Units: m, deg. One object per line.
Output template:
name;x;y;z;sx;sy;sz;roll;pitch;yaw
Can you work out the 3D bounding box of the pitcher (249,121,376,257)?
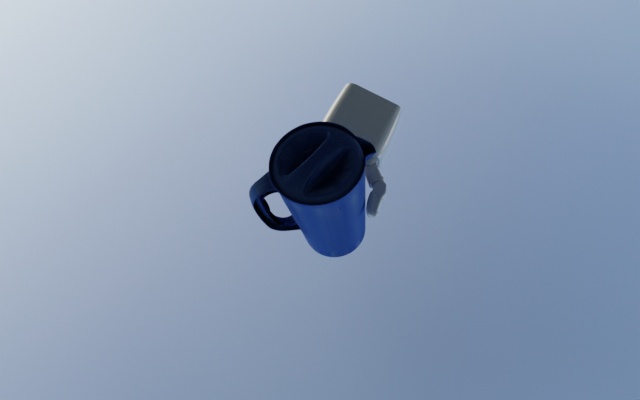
pitcher;0.000;0.002;0.743;0.149;0.145;0.243;19;-23;17
